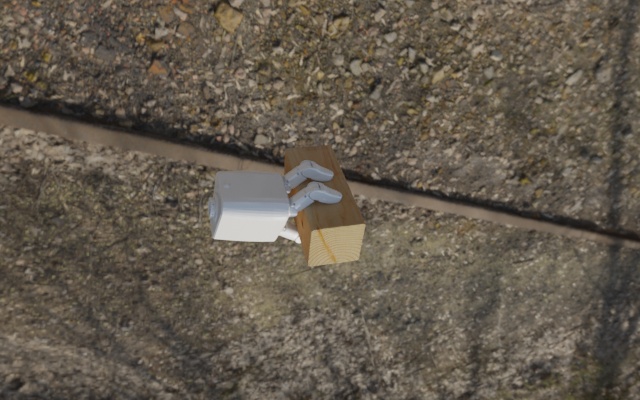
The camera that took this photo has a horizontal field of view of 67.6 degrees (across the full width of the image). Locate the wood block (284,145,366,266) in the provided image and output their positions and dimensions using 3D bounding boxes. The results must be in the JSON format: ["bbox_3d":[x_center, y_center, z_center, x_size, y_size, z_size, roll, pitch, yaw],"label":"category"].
[{"bbox_3d":[0.000,0.003,0.830,0.090,0.091,0.206,-6,45,-13],"label":"wood block"}]
